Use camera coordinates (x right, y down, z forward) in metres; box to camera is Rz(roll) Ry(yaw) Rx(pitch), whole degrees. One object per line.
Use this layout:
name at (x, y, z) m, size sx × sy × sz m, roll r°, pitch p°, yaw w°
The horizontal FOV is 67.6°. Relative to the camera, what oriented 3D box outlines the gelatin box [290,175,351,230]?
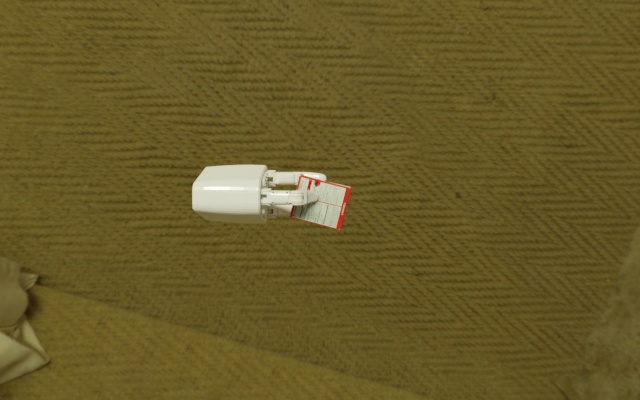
gelatin box at (0.000, 0.003, 0.796) m, size 0.089 × 0.073 × 0.030 m, roll 14°, pitch 5°, yaw 3°
